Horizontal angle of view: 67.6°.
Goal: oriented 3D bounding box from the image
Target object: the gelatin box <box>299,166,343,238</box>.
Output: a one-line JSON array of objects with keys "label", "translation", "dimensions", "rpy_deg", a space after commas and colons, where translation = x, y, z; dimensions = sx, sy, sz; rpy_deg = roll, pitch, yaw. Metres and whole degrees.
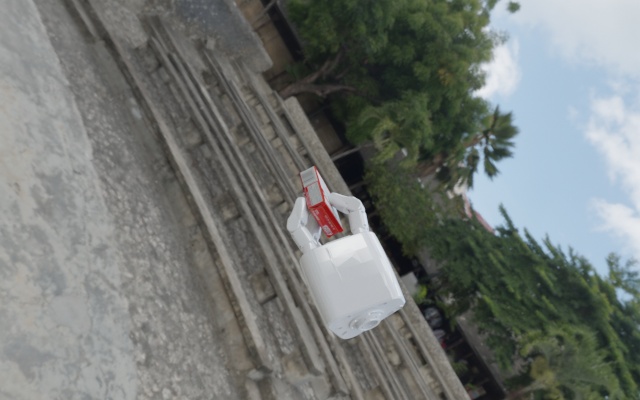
[{"label": "gelatin box", "translation": [0.000, 0.002, 0.740], "dimensions": [0.030, 0.089, 0.073], "rpy_deg": [-24, -47, 8]}]
